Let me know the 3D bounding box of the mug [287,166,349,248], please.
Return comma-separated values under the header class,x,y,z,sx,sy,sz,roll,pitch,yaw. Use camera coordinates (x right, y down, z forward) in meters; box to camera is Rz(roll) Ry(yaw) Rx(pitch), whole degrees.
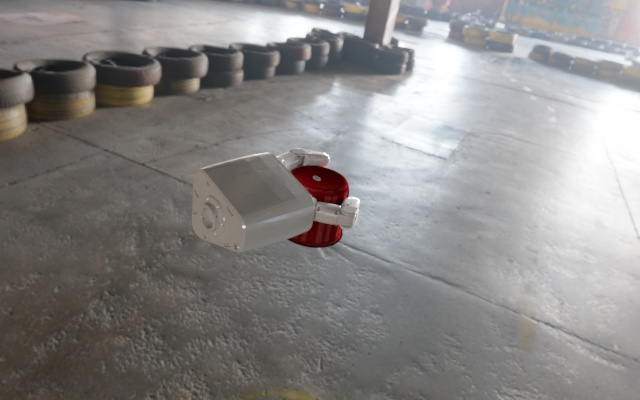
class,x,y,z,sx,sy,sz,roll,pitch,yaw
mug,0.001,0.002,0.655,0.093,0.081,0.117,32,34,34
